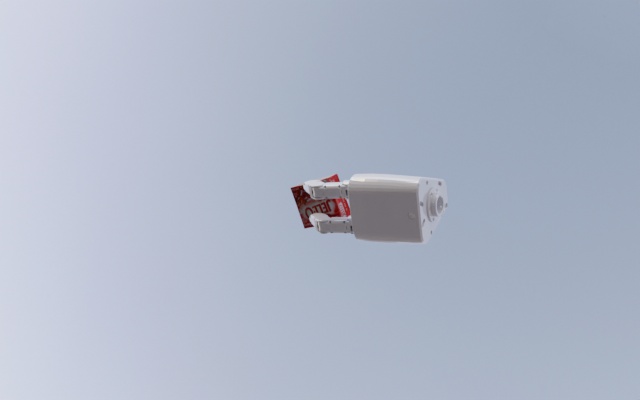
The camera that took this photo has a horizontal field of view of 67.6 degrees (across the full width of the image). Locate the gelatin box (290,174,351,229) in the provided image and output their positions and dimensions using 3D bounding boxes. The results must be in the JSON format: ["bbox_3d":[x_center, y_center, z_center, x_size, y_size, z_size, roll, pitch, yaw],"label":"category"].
[{"bbox_3d":[0.000,0.002,0.769,0.089,0.073,0.030,-12,10,43],"label":"gelatin box"}]
